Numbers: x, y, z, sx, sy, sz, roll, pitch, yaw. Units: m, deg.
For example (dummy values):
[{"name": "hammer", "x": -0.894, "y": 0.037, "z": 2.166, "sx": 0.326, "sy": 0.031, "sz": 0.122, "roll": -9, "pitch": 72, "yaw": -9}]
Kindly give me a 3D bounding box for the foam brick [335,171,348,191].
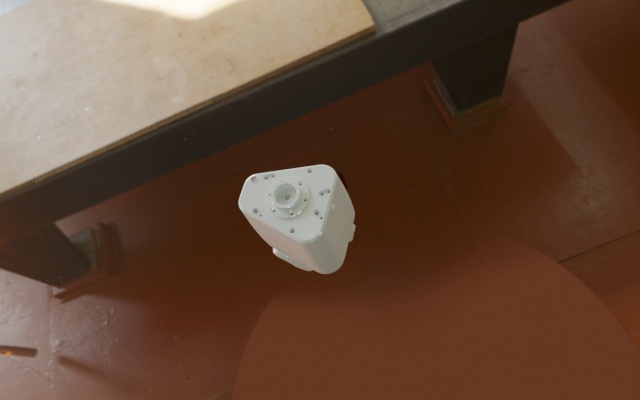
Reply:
[{"name": "foam brick", "x": 0.000, "y": 0.002, "z": 0.646, "sx": 0.053, "sy": 0.078, "sz": 0.051, "roll": 8, "pitch": -22, "yaw": 18}]
